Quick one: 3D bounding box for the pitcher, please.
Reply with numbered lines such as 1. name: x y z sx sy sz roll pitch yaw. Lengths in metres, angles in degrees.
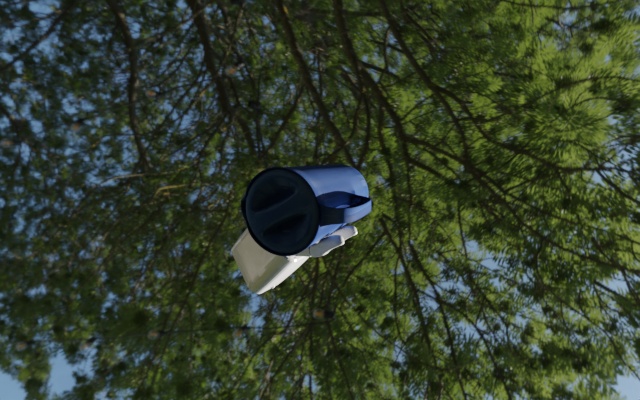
1. pitcher: 0.000 0.003 0.797 0.145 0.149 0.243 -47 -13 25
